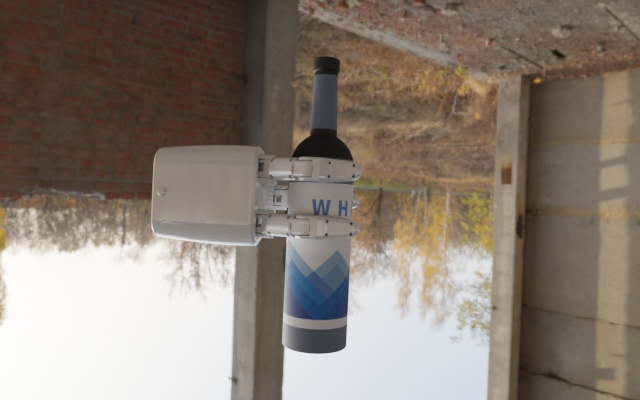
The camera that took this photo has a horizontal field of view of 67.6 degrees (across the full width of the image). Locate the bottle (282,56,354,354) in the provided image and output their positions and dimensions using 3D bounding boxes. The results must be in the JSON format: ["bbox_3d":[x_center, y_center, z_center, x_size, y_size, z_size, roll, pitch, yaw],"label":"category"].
[{"bbox_3d":[0.000,0.002,0.494,0.069,0.295,0.069,3,0,0],"label":"bottle"}]
